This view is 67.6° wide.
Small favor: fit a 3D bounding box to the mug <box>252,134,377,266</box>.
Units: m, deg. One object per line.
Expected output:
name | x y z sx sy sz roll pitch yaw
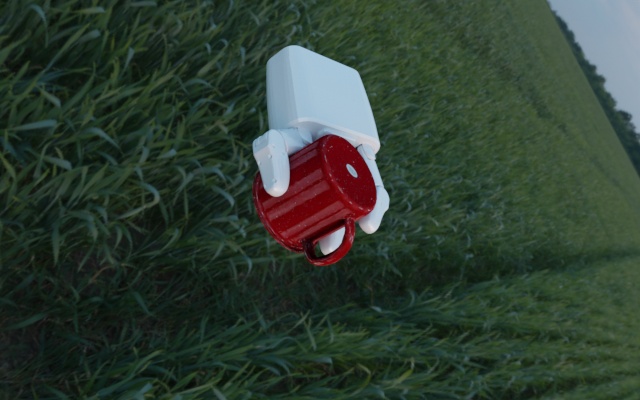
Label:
mug | 0.000 0.003 0.438 0.081 0.117 0.093 -29 -34 31
